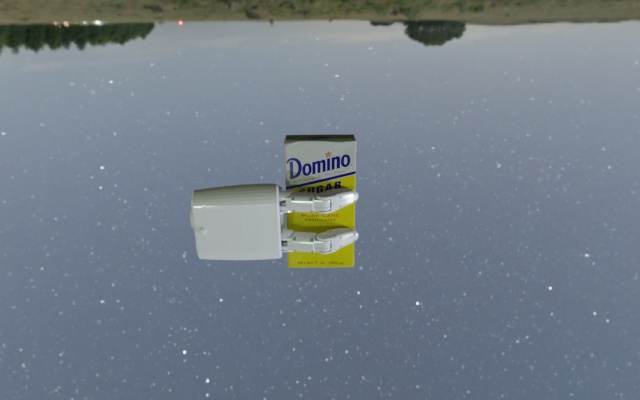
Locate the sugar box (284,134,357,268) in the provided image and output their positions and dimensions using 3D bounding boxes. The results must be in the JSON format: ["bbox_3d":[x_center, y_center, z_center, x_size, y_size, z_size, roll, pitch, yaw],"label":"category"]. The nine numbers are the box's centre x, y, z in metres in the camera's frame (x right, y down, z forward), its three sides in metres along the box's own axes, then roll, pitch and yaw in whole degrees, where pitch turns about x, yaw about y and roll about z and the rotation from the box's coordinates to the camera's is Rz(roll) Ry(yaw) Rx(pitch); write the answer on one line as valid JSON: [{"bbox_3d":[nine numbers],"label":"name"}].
[{"bbox_3d":[0.000,0.002,0.636,0.093,0.176,0.048,-1,22,0],"label":"sugar box"}]
